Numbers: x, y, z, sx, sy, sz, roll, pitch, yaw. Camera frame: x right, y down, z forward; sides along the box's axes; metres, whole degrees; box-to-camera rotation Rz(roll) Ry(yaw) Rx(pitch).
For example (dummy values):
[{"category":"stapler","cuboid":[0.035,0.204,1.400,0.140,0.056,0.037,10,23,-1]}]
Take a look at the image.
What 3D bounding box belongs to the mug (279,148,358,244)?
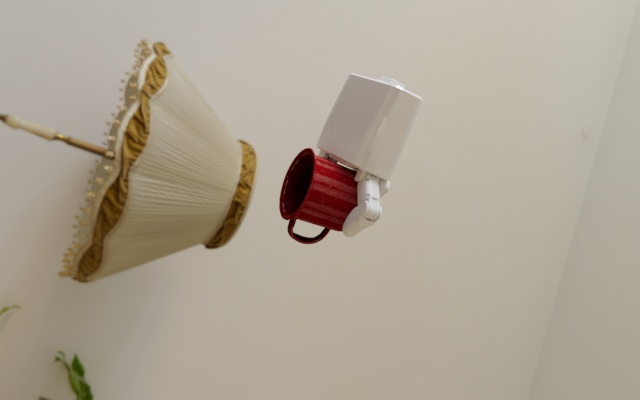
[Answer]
[{"category":"mug","cuboid":[0.000,0.003,0.602,0.081,0.117,0.093,19,9,-25]}]
